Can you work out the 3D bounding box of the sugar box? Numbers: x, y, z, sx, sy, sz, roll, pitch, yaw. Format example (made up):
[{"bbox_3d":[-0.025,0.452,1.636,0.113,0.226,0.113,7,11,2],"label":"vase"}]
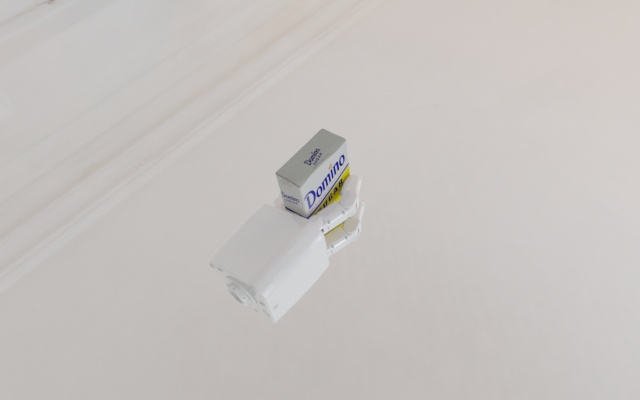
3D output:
[{"bbox_3d":[0.000,0.002,0.630,0.048,0.093,0.176,30,-29,26],"label":"sugar box"}]
